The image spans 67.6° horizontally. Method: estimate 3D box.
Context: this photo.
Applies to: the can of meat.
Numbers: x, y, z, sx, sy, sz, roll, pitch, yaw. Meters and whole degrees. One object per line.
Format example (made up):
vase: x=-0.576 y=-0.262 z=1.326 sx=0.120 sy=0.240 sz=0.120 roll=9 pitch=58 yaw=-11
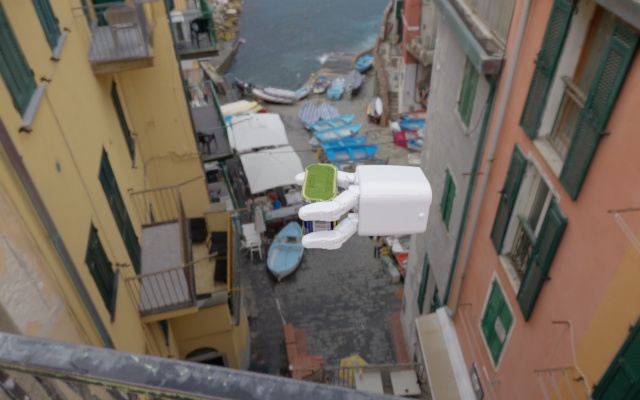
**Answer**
can of meat: x=0.000 y=0.002 z=0.751 sx=0.057 sy=0.084 sz=0.102 roll=2 pitch=39 yaw=3
